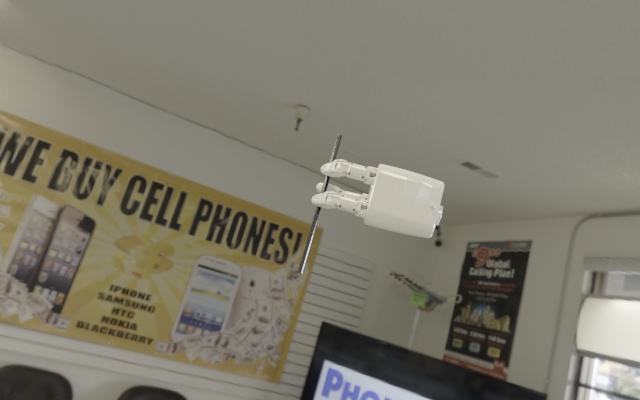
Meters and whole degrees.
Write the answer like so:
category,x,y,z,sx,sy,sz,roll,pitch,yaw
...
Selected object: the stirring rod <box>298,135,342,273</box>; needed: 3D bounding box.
category,x,y,z,sx,sy,sz,roll,pitch,yaw
stirring rod,0.000,0.003,0.787,0.011,0.239,0.011,16,-12,3
